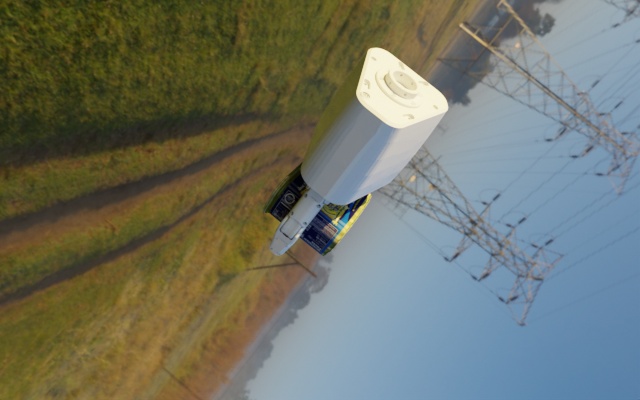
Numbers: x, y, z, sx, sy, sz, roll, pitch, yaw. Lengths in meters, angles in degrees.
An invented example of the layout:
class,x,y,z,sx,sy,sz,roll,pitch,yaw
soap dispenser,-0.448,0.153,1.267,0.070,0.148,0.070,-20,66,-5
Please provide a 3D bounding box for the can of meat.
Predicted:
class,x,y,z,sx,sy,sz,roll,pitch,yaw
can of meat,0.000,0.002,0.525,0.057,0.084,0.102,-53,-3,40
